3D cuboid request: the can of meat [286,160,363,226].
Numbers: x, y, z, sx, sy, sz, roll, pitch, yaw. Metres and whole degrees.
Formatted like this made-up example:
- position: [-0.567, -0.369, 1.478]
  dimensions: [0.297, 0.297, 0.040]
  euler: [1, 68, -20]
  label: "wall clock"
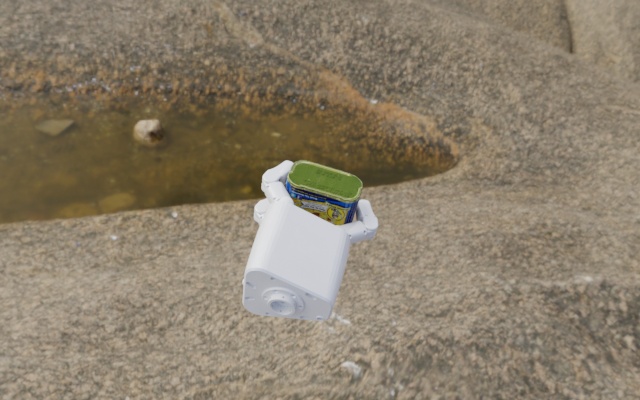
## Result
- position: [0.000, 0.002, 0.635]
  dimensions: [0.102, 0.084, 0.057]
  euler: [16, 45, 3]
  label: "can of meat"
